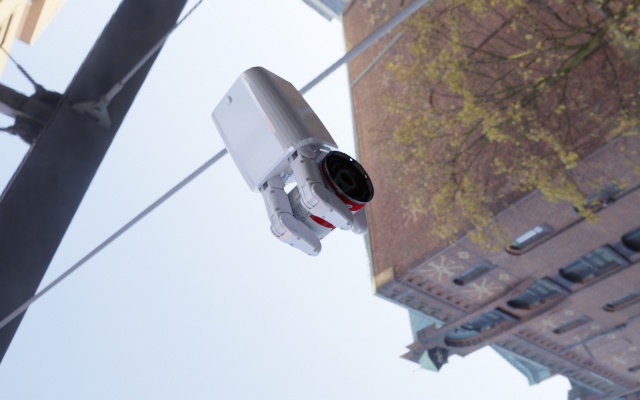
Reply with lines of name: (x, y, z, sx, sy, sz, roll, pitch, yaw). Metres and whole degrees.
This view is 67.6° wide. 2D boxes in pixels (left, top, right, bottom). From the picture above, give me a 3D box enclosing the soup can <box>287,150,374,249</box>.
soup can: (0.000, 0.002, 0.530, 0.068, 0.068, 0.102, 0, -33, -48)
